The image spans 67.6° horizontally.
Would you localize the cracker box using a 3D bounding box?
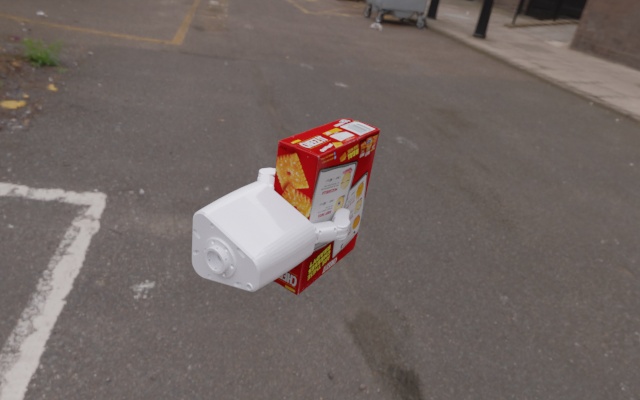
[{"bbox_3d":[0.000,0.002,0.687,0.072,0.214,0.164,25,32,25],"label":"cracker box"}]
